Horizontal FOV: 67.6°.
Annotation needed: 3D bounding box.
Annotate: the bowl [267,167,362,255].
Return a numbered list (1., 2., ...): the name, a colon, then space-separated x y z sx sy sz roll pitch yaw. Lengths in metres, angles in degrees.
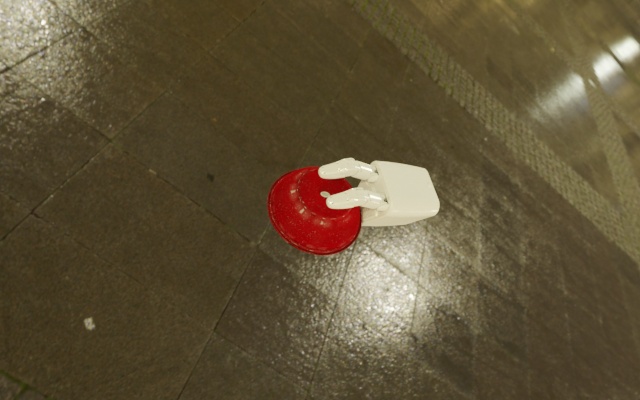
1. bowl: -0.001 0.003 0.752 0.162 0.162 0.055 0 -31 -21
